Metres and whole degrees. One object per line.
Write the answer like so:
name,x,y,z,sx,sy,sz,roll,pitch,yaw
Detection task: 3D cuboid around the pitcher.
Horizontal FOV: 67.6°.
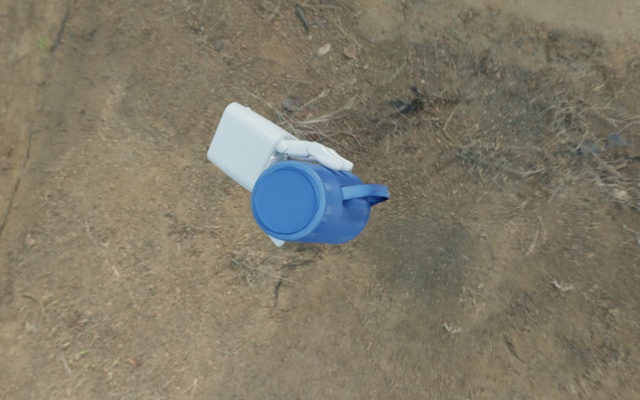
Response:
pitcher,0.000,0.002,0.736,0.145,0.149,0.243,36,8,15
